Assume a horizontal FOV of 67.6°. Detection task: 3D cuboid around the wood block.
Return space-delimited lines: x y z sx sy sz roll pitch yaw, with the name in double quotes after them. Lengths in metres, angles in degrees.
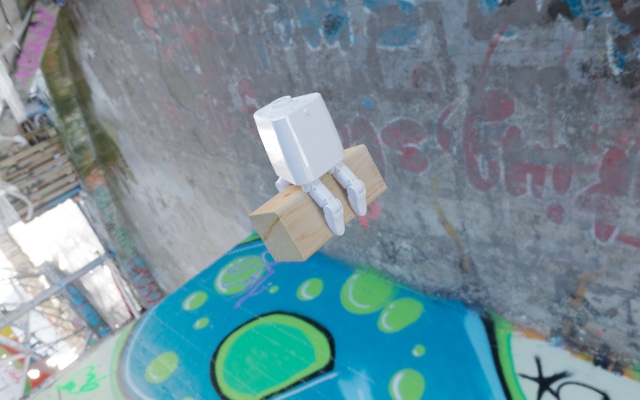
0.000 0.002 0.773 0.206 0.090 0.091 -38 16 -32 "wood block"
